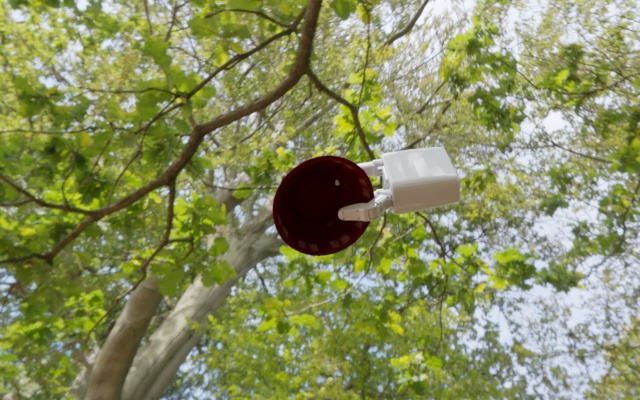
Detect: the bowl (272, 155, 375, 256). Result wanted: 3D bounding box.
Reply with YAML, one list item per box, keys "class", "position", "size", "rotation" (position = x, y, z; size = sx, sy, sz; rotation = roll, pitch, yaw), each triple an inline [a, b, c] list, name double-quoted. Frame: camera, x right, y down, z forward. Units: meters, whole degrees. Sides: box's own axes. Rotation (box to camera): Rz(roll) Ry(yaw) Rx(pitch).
- class: "bowl"
  position: [-0.001, 0.002, 0.742]
  size: [0.162, 0.162, 0.055]
  rotation: [0, 19, -18]
